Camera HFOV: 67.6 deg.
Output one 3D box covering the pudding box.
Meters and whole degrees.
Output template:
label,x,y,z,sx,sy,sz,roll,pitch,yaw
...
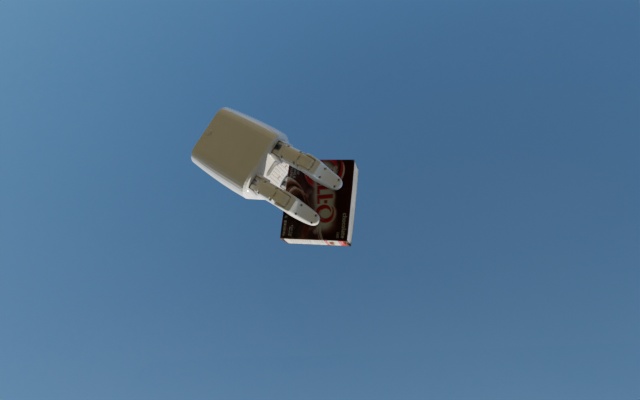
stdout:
label,x,y,z,sx,sy,sz,roll,pitch,yaw
pudding box,0.000,0.002,0.630,0.090,0.113,0.039,1,-15,17
